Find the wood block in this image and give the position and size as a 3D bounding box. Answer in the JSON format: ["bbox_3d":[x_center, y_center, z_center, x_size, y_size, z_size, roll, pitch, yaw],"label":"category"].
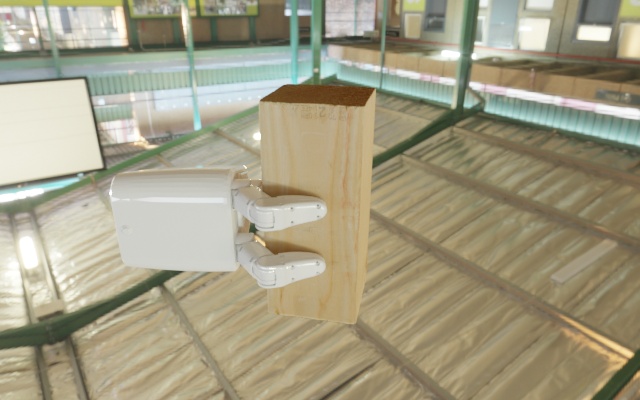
[{"bbox_3d":[0.000,0.001,0.455,0.090,0.206,0.090,5,24,10],"label":"wood block"}]
